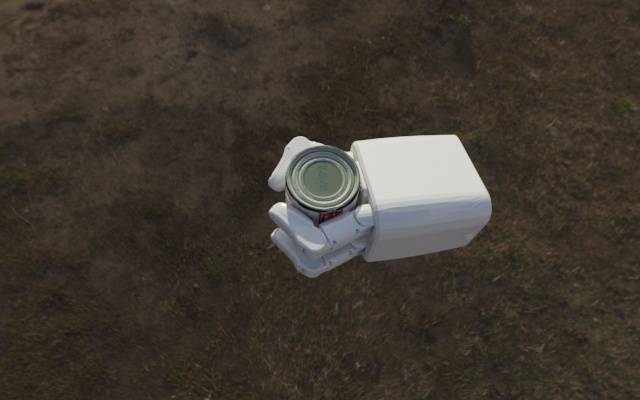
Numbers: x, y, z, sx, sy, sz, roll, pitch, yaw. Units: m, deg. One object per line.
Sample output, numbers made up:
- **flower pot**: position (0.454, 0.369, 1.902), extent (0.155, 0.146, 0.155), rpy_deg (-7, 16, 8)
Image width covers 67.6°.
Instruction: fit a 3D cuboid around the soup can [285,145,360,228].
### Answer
- **soup can**: position (0.000, 0.001, 0.458), extent (0.068, 0.068, 0.102), rpy_deg (0, -26, -3)
